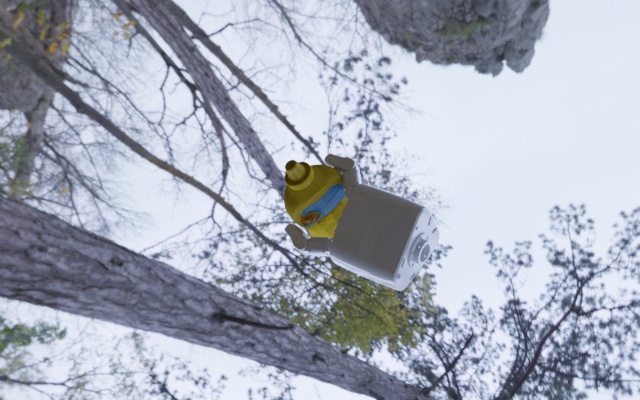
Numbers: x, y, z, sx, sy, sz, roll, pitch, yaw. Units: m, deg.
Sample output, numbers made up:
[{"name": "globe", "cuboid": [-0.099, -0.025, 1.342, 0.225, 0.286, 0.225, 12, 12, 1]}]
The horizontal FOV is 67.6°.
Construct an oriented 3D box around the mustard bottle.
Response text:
[{"name": "mustard bottle", "cuboid": [0.000, 0.002, 0.702, 0.058, 0.096, 0.192, 50, -1, 41]}]
